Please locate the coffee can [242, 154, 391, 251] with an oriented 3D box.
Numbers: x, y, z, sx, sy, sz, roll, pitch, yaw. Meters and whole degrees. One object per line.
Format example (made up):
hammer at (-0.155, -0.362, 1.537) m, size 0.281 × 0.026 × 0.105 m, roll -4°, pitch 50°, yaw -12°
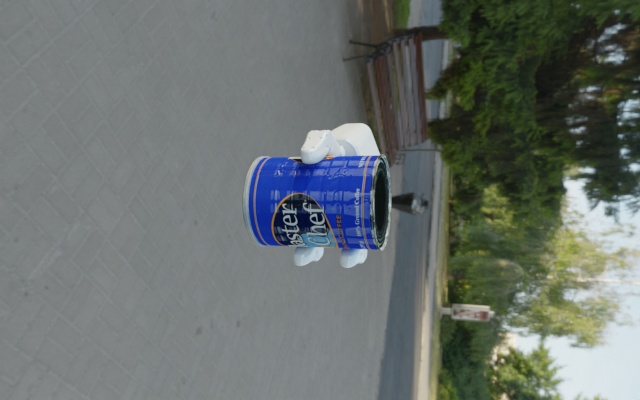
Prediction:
coffee can at (0.000, 0.002, 0.525) m, size 0.140 × 0.103 × 0.103 m, roll 1°, pitch 0°, yaw 18°
